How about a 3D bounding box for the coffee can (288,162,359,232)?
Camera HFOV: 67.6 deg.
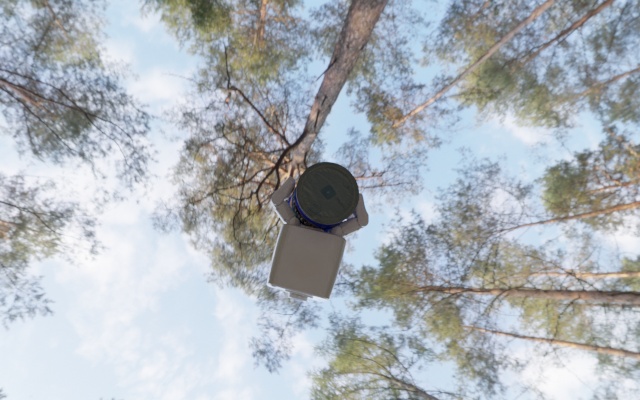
[{"bbox_3d":[0.000,0.002,0.826,0.103,0.102,0.140,0,-13,-11],"label":"coffee can"}]
